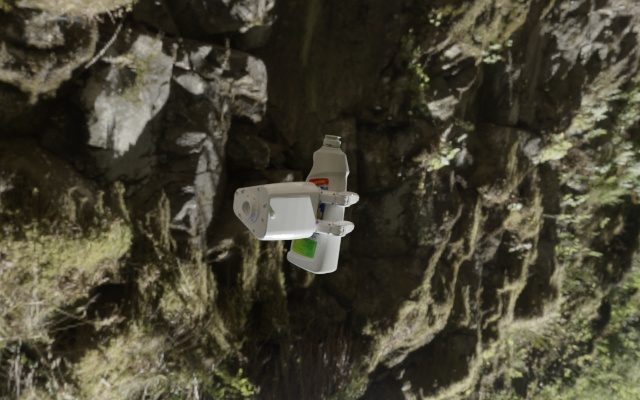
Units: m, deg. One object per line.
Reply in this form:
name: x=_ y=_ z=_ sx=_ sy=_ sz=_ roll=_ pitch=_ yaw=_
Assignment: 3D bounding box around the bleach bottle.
bleach bottle: x=0.000 y=0.003 z=0.897 sx=0.068 sy=0.251 sz=0.102 roll=-2 pitch=15 yaw=-43
